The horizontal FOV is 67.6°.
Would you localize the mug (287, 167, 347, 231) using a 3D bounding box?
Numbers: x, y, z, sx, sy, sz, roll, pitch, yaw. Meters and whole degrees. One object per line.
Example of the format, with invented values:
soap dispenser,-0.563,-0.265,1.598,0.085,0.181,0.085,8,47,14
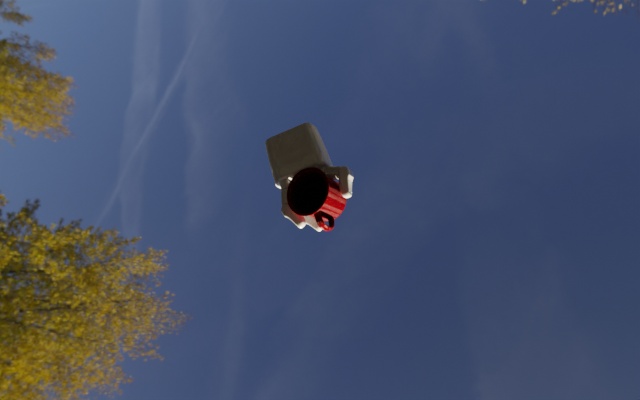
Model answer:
mug,0.001,0.004,0.899,0.093,0.117,0.081,-30,-28,23
